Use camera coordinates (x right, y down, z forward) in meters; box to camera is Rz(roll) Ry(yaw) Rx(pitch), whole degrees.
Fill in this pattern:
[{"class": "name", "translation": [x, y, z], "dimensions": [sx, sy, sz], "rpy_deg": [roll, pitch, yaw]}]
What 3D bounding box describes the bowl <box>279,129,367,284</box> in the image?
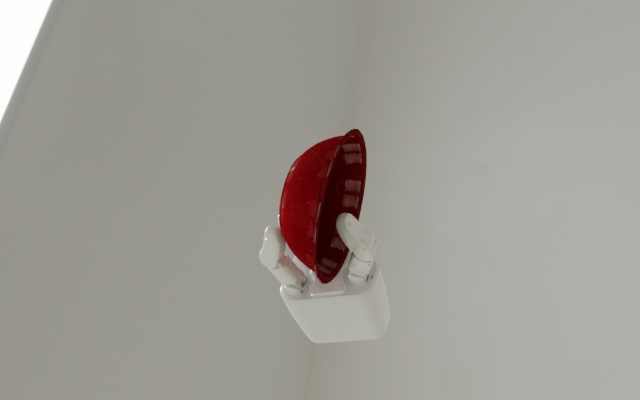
[{"class": "bowl", "translation": [0.000, 0.000, 0.499], "dimensions": [0.055, 0.162, 0.162], "rpy_deg": [12, 4, 17]}]
